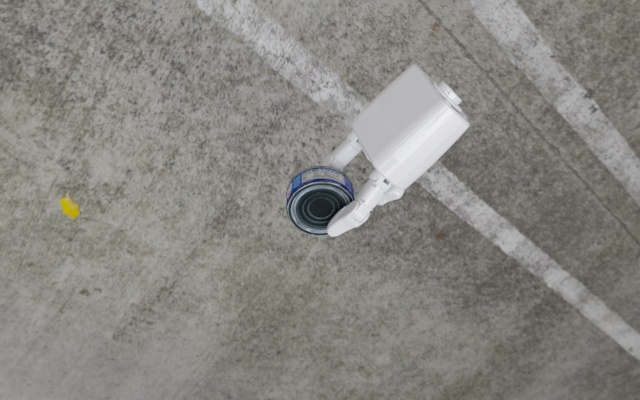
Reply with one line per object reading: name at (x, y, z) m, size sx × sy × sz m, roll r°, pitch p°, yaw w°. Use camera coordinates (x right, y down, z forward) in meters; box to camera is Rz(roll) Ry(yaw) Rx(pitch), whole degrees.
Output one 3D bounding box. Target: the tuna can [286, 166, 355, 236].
tuna can at (0.000, 0.002, 0.590) m, size 0.086 × 0.086 × 0.033 m, roll 0°, pitch 36°, yaw -3°
